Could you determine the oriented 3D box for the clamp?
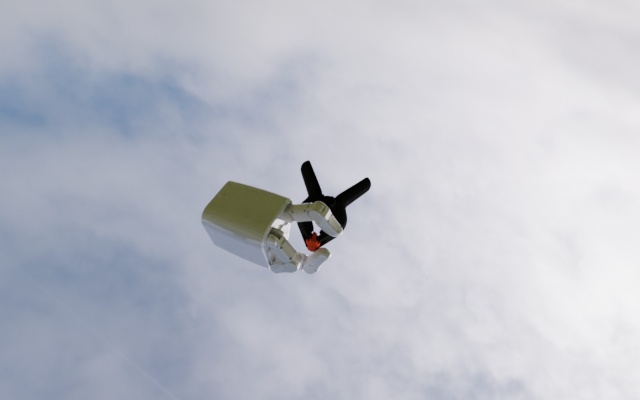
[{"bbox_3d":[0.000,0.003,0.757,0.120,0.039,0.171,19,47,14],"label":"clamp"}]
